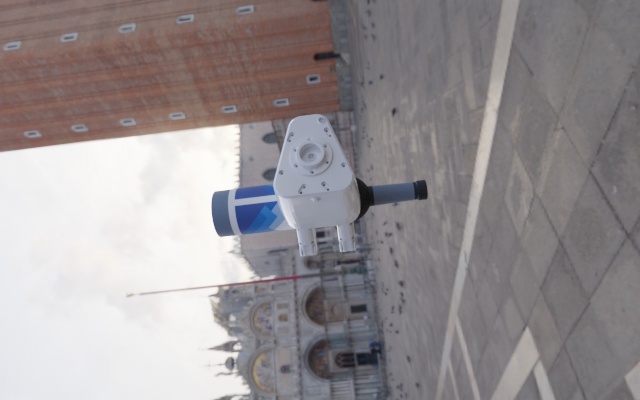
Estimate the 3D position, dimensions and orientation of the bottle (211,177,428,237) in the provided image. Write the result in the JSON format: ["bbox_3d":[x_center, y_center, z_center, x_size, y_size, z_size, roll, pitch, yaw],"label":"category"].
[{"bbox_3d":[0.000,0.002,0.669,0.296,0.069,0.069,-7,-1,4],"label":"bottle"}]
